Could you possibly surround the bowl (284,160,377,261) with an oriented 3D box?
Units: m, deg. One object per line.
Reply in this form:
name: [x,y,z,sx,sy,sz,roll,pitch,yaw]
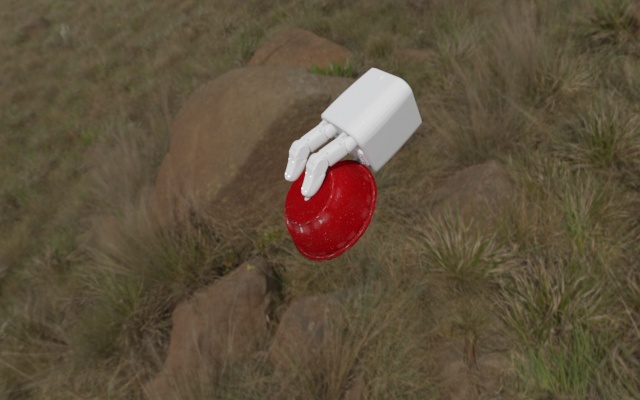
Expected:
bowl: [-0.001,0.003,0.684,0.162,0.162,0.055,0,-24,45]
